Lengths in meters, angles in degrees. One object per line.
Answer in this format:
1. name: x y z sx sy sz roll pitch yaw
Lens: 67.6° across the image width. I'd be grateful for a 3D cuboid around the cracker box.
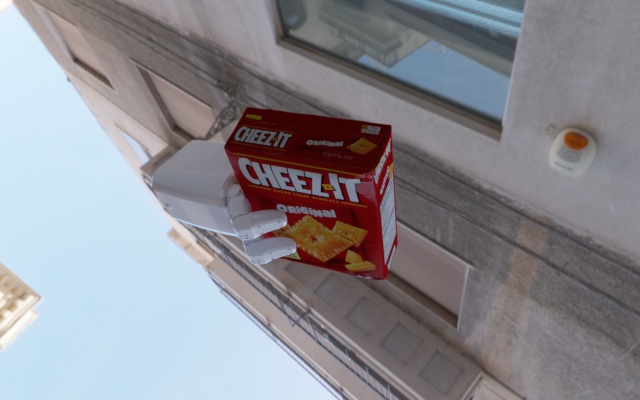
1. cracker box: 0.000 0.002 0.556 0.164 0.072 0.214 10 -35 18
